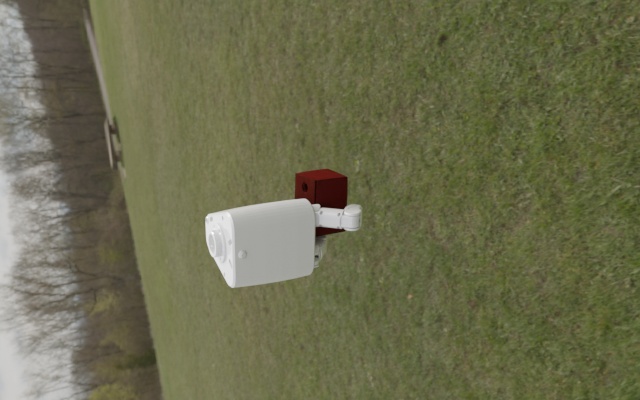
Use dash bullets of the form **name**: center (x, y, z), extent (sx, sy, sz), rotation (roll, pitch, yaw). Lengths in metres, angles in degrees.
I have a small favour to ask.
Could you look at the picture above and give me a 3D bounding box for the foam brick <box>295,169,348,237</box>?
- **foam brick**: center (0.000, 0.002, 0.632), extent (0.051, 0.078, 0.053), rotation (-7, 17, -30)
